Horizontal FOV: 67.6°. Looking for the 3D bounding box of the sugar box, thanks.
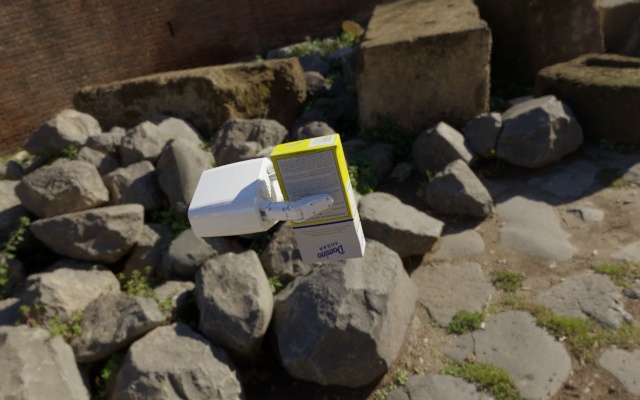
[{"bbox_3d":[0.000,0.002,0.672,0.093,0.176,0.048,-8,28,14],"label":"sugar box"}]
